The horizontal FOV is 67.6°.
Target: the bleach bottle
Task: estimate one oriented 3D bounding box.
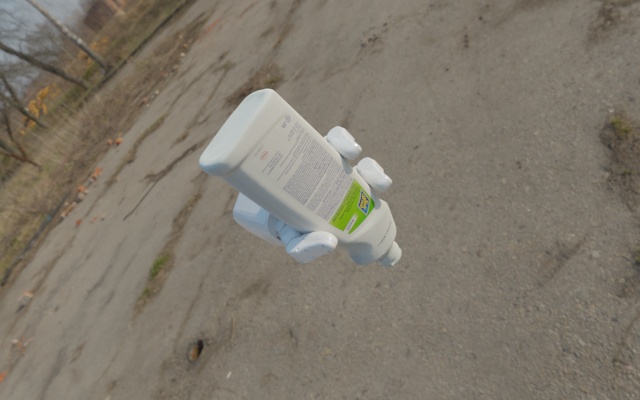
[{"bbox_3d":[0.000,0.002,0.510,0.251,0.102,0.068,42,-17,-29],"label":"bleach bottle"}]
